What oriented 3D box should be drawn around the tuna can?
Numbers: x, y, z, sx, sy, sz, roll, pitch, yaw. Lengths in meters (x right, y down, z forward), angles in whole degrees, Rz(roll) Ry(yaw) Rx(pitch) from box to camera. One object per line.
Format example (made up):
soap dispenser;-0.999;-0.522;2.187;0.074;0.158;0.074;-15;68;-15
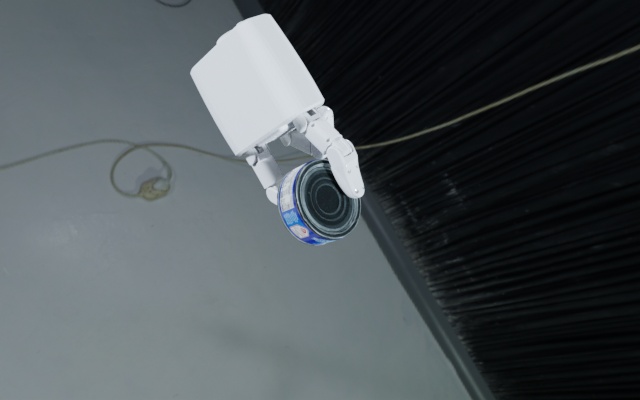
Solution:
tuna can;0.000;0.002;0.490;0.086;0.086;0.034;0;-13;-38
